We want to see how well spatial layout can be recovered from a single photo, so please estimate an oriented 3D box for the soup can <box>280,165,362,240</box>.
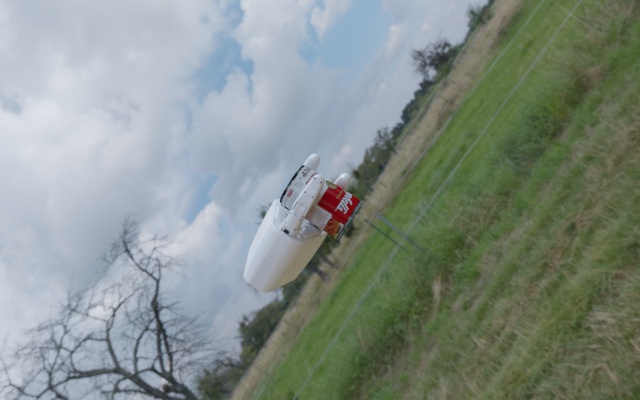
[{"bbox_3d":[0.000,0.002,0.697,0.102,0.068,0.068,33,2,3],"label":"soup can"}]
